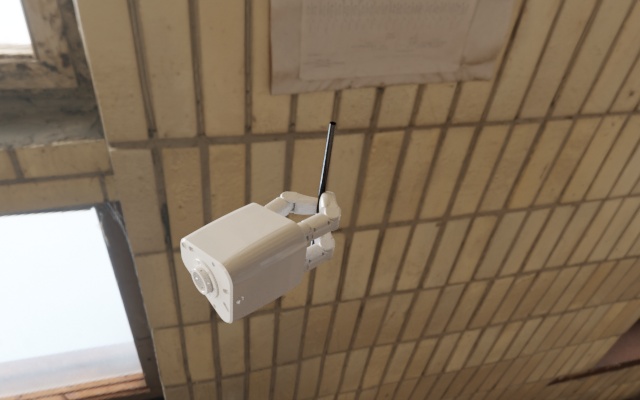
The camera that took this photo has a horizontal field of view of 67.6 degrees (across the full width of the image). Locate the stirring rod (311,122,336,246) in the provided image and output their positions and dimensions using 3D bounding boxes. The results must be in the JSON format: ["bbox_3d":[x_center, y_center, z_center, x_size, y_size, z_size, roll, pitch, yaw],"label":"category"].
[{"bbox_3d":[0.000,0.002,0.632,0.011,0.240,0.011,5,40,-4],"label":"stirring rod"}]
